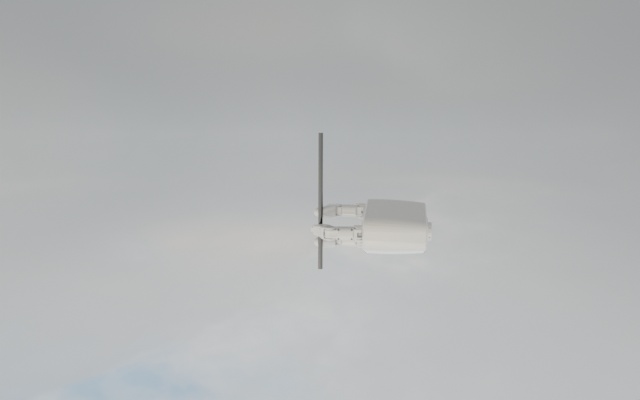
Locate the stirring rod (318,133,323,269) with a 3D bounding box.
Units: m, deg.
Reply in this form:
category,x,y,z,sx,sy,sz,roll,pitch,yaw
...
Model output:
category,x,y,z,sx,sy,sz,roll,pitch,yaw
stirring rod,0.000,0.003,0.837,0.011,0.239,0.011,0,8,0
